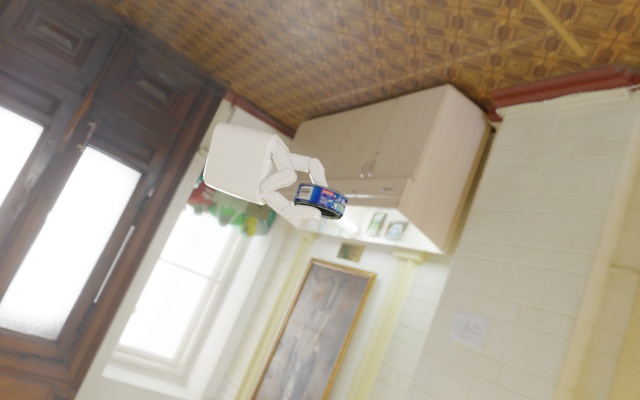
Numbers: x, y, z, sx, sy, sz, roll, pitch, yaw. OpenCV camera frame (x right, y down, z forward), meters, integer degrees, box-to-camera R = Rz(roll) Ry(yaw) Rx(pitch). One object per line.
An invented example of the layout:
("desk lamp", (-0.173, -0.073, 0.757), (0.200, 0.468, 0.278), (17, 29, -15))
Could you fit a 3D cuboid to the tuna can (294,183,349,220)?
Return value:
("tuna can", (0.000, 0.003, 0.777), (0.086, 0.033, 0.086), (17, -13, 4))
